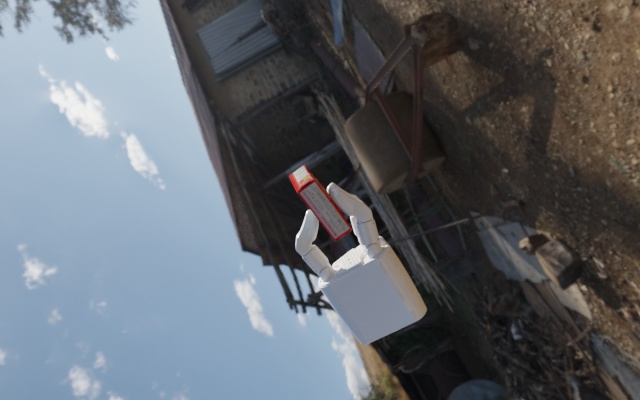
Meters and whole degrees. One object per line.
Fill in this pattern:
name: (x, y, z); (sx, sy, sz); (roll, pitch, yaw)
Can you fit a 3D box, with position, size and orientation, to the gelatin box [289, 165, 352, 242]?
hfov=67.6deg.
gelatin box: (0.000, 0.002, 0.627); (0.030, 0.089, 0.073); (-37, 22, 3)
